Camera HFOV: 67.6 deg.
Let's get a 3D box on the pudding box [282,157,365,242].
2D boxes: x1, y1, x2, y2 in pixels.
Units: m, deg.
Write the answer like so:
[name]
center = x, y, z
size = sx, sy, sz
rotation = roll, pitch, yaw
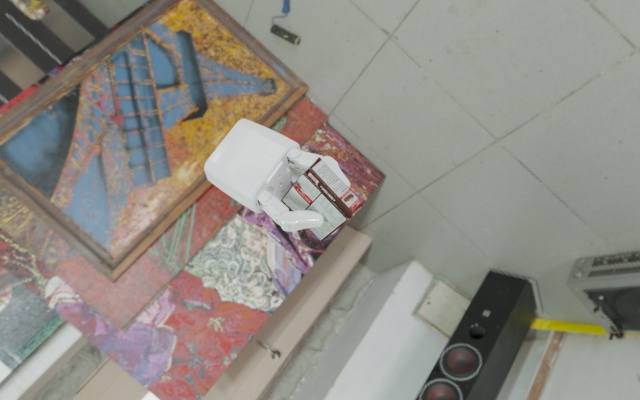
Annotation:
[pudding box]
center = 0.000, 0.002, 0.676
size = 0.039, 0.090, 0.113
rotation = -44, -1, -27
